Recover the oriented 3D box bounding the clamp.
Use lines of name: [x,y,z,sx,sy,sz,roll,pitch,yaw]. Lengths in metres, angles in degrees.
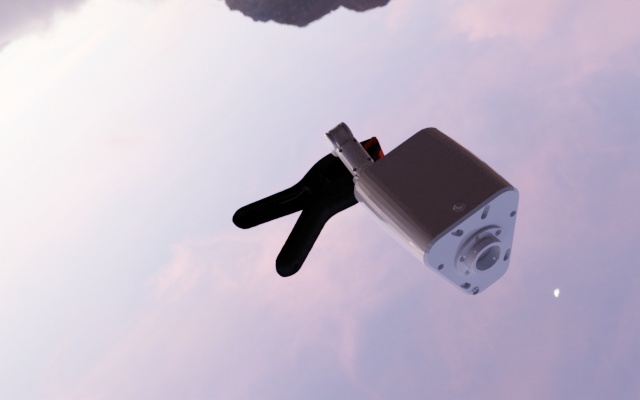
clamp: [0.000,0.002,0.468,0.171,0.039,0.120,-35,43,-3]
